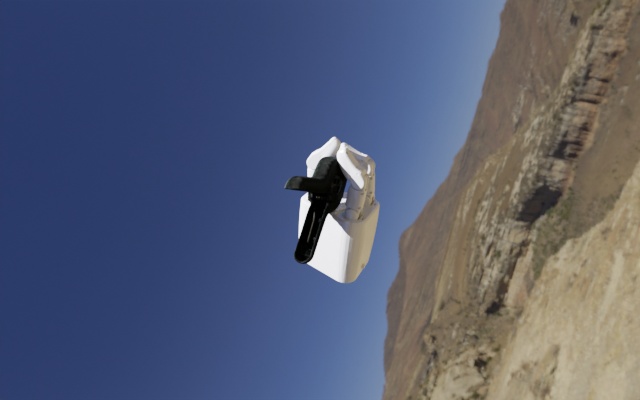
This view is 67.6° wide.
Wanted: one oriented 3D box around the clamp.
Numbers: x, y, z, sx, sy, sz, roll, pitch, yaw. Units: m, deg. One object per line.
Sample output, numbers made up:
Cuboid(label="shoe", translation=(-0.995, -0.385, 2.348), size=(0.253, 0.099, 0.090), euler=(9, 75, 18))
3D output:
Cuboid(label="clamp", translation=(0.000, 0.002, 0.636), size=(0.039, 0.120, 0.171), euler=(15, 27, 21))
